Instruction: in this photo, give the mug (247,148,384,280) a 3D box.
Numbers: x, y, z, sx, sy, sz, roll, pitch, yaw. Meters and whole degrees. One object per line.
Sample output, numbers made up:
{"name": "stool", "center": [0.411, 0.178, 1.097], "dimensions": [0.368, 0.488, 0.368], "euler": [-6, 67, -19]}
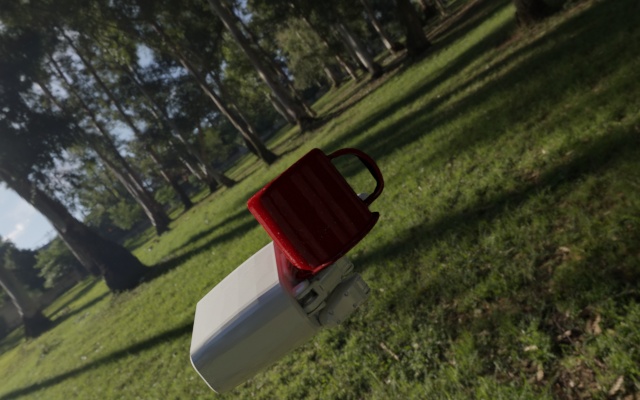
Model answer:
{"name": "mug", "center": [0.001, 0.000, 0.416], "dimensions": [0.117, 0.081, 0.093], "euler": [-38, 5, 5]}
